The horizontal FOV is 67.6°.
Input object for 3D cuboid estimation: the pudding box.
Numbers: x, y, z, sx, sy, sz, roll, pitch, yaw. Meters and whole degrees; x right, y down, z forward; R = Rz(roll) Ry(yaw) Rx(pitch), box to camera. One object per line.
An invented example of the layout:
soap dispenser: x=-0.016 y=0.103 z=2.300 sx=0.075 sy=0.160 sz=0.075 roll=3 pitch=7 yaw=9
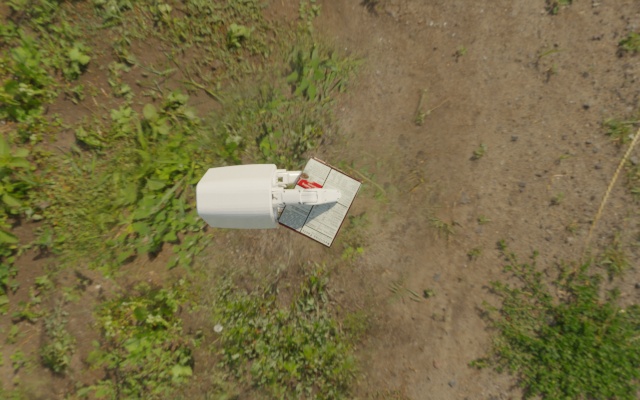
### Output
pudding box: x=0.000 y=0.002 z=0.712 sx=0.090 sy=0.113 sz=0.039 roll=27 pitch=3 yaw=1
